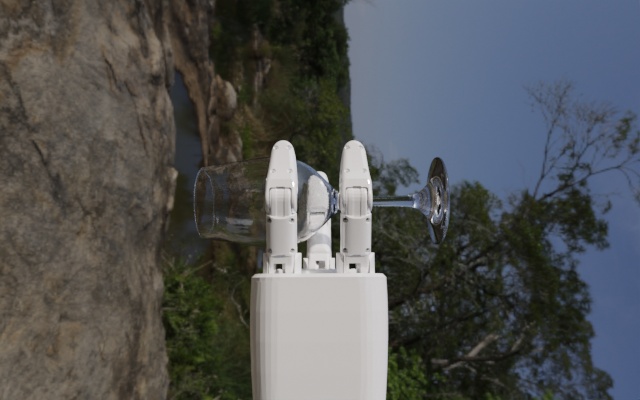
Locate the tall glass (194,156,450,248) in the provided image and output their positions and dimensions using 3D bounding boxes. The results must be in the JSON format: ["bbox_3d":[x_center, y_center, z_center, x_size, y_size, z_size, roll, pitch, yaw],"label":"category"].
[{"bbox_3d":[0.001,0.001,0.405,0.201,0.079,0.079,0,0,0],"label":"tall glass"}]
